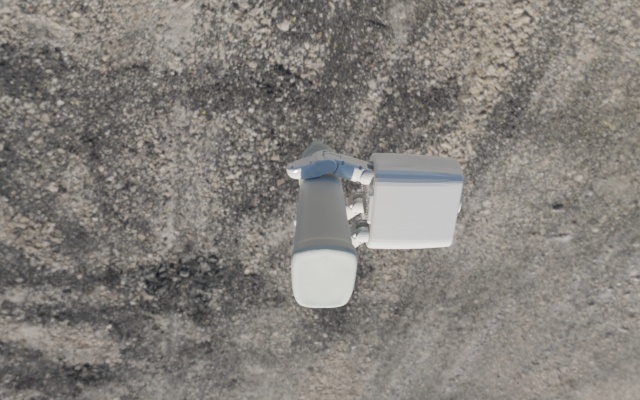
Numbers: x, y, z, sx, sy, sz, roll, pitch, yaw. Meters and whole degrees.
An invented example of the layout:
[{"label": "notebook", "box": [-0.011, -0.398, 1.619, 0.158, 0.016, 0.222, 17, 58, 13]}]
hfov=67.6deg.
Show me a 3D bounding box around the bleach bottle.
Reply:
[{"label": "bleach bottle", "box": [0.000, 0.002, 0.586, 0.068, 0.103, 0.250, 1, 42, -3]}]
